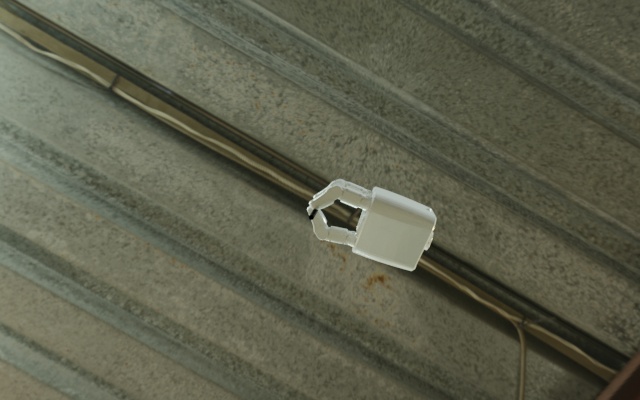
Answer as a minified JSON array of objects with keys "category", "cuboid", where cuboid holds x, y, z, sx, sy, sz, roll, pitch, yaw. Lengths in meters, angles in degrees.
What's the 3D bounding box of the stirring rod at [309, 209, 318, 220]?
[{"category":"stirring rod","cuboid":[0.000,0.003,0.833,0.011,0.011,0.239,0,11,7]}]
